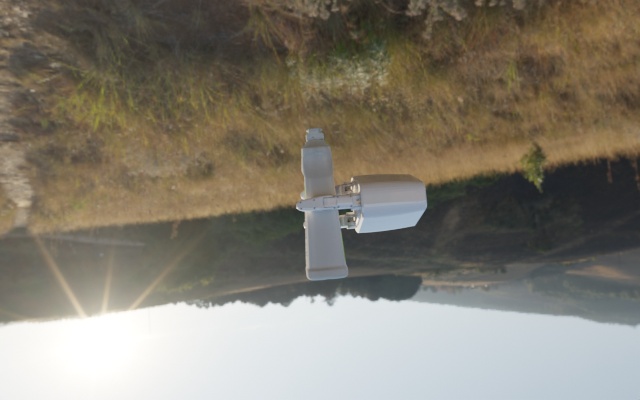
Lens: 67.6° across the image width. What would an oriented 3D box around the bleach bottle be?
[{"bbox_3d":[0.000,0.003,0.802,0.068,0.251,0.102,-5,-4,-4],"label":"bleach bottle"}]
